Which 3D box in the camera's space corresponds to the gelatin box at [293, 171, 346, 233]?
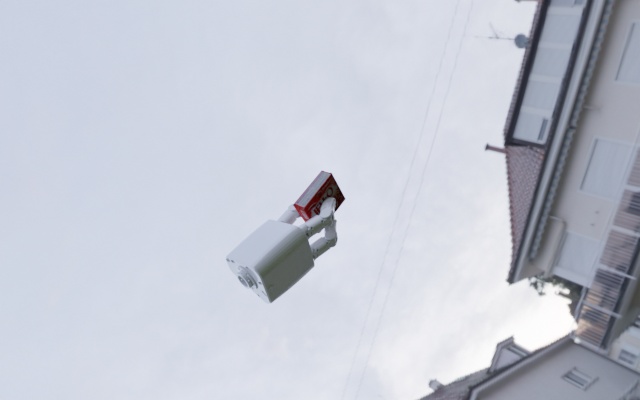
[{"bbox_3d":[0.000,0.002,0.862,0.030,0.089,0.073,20,-27,40],"label":"gelatin box"}]
